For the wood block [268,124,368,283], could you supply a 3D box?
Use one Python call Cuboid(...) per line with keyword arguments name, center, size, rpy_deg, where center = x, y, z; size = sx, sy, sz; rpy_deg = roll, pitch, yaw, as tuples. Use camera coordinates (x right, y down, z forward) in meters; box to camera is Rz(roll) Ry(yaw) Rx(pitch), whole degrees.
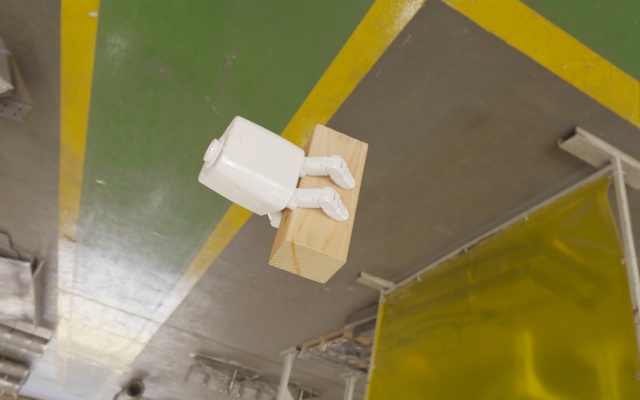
Cuboid(name="wood block", center=(0.000, 0.002, 0.709), size=(0.090, 0.206, 0.091), rpy_deg=(21, -33, -11))
